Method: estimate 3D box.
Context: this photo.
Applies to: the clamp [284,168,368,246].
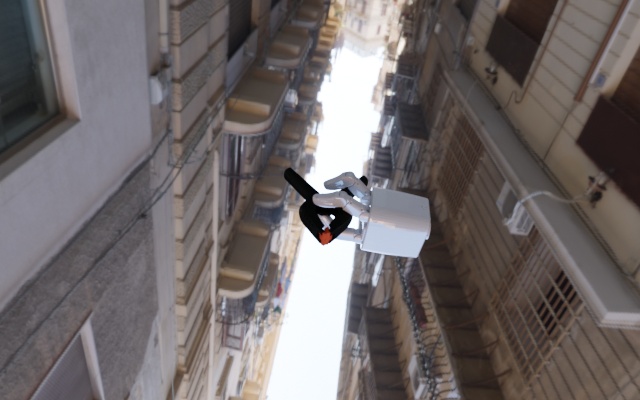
[{"bbox_3d":[0.000,0.004,0.864,0.164,0.036,0.209,9,35,3],"label":"clamp"}]
